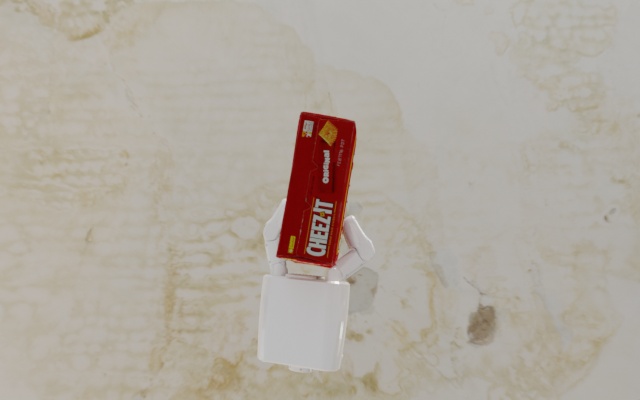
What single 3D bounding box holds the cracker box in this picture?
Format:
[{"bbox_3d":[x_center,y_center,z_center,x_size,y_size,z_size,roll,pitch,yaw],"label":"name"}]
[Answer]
[{"bbox_3d":[0.000,0.002,0.615,0.072,0.164,0.214,8,-9,2],"label":"cracker box"}]
